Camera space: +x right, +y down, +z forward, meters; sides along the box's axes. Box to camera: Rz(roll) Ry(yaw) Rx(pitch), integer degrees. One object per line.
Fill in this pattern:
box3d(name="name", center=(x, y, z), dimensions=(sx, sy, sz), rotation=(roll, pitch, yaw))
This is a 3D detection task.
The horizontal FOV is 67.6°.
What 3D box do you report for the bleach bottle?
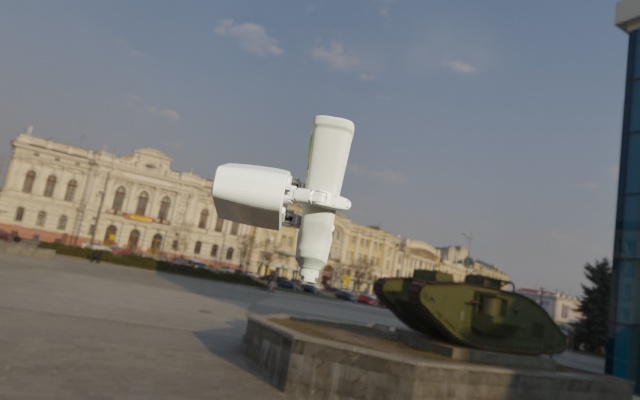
box3d(name="bleach bottle", center=(0.000, 0.002, 0.751), dimensions=(0.068, 0.250, 0.102), rotation=(9, -9, 0))
